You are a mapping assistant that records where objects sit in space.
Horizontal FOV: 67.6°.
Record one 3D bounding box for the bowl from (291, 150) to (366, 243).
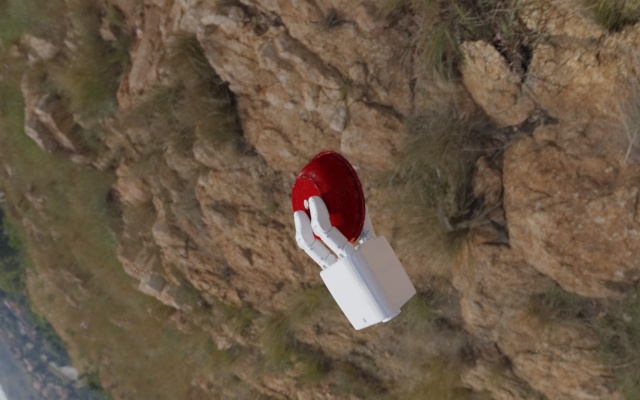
[{"bbox_3d":[-0.001,0.002,0.771,0.055,0.162,0.162,-12,7,-34],"label":"bowl"}]
